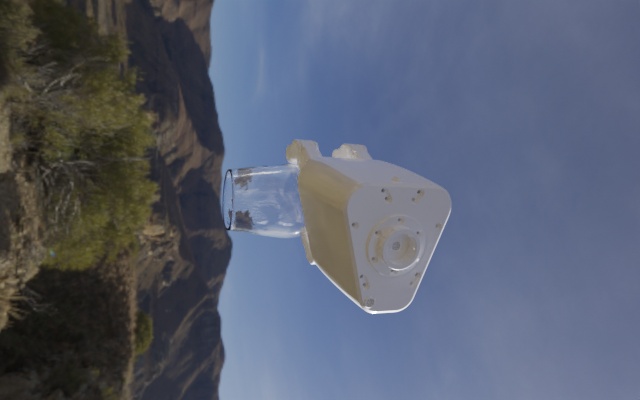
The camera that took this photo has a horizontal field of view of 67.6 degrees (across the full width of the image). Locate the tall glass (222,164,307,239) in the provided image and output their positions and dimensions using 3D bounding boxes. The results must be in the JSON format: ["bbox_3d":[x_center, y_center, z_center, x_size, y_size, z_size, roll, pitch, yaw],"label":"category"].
[{"bbox_3d":[0.001,0.002,0.513,0.201,0.079,0.079,2,-1,-20],"label":"tall glass"}]
